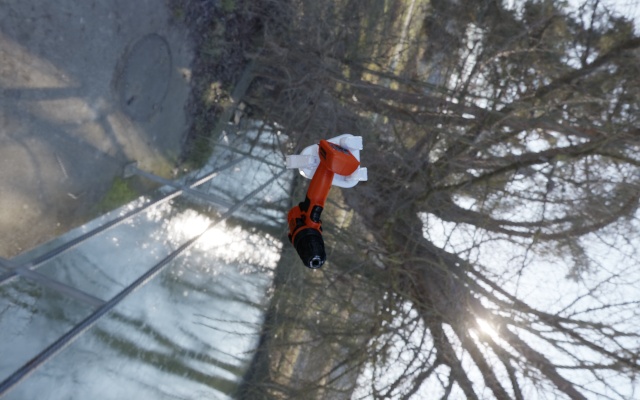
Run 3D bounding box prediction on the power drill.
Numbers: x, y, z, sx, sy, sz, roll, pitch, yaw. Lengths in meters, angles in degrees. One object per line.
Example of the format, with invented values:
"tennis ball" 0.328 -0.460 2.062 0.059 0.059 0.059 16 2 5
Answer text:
"power drill" 0.000 0.002 0.807 0.057 0.188 0.184 18 18 -21
